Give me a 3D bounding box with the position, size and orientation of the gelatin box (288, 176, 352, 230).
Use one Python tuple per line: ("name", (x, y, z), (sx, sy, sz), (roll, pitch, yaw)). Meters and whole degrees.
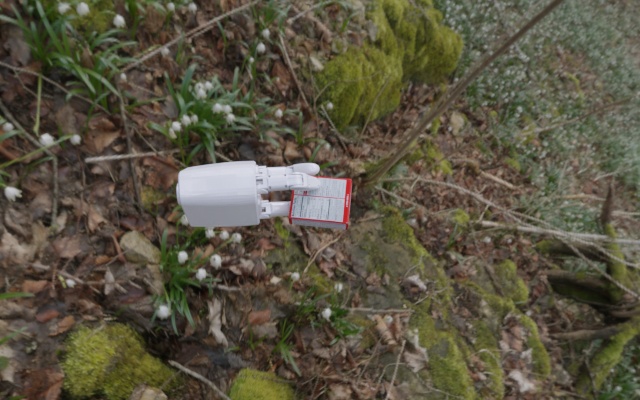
("gelatin box", (0.000, 0.002, 0.716), (0.089, 0.073, 0.030), (5, -24, 3))
